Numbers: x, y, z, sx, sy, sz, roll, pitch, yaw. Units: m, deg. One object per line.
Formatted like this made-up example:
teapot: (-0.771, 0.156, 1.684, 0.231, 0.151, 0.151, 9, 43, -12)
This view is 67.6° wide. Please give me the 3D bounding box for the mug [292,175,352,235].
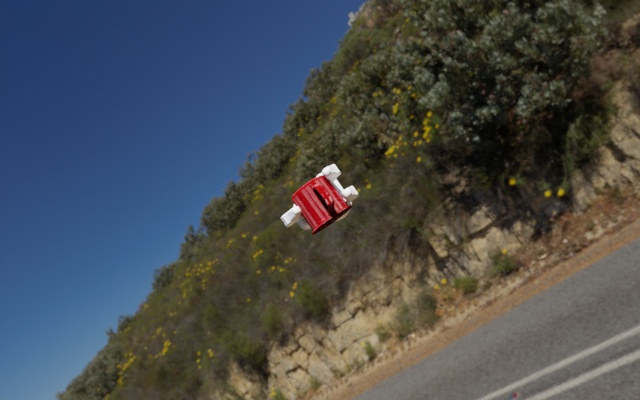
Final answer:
mug: (0.000, 0.002, 0.897, 0.093, 0.081, 0.117, -34, -8, -11)
